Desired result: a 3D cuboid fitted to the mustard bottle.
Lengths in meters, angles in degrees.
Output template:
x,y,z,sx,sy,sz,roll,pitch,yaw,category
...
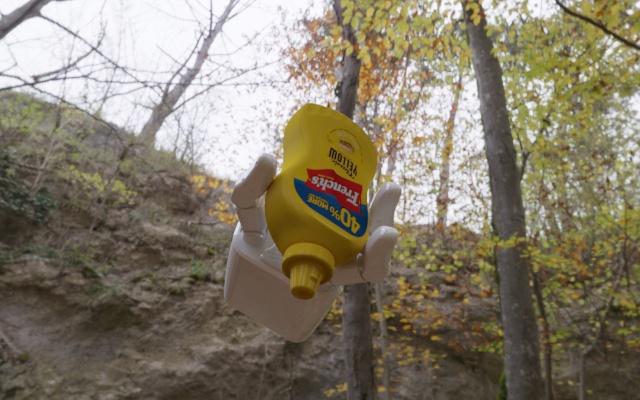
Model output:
x,y,z,sx,sy,sz,roll,pitch,yaw,category
0.000,0.001,0.418,0.096,0.191,0.058,35,-48,-22,mustard bottle
